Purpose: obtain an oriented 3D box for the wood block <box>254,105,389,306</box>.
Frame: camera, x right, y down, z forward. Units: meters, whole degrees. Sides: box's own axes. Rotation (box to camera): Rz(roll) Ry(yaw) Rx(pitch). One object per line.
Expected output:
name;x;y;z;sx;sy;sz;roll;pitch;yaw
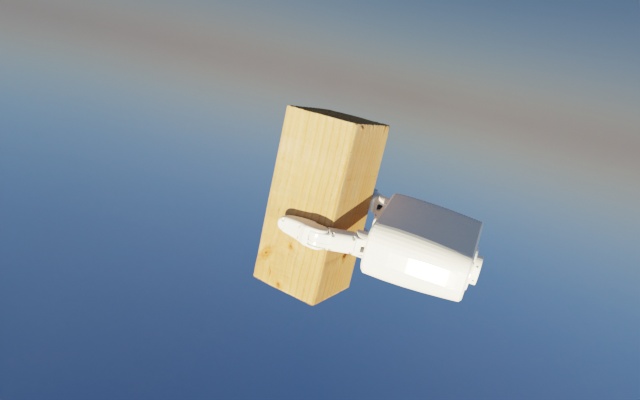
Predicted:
wood block;0.000;0.002;0.558;0.090;0.206;0.091;21;16;28
